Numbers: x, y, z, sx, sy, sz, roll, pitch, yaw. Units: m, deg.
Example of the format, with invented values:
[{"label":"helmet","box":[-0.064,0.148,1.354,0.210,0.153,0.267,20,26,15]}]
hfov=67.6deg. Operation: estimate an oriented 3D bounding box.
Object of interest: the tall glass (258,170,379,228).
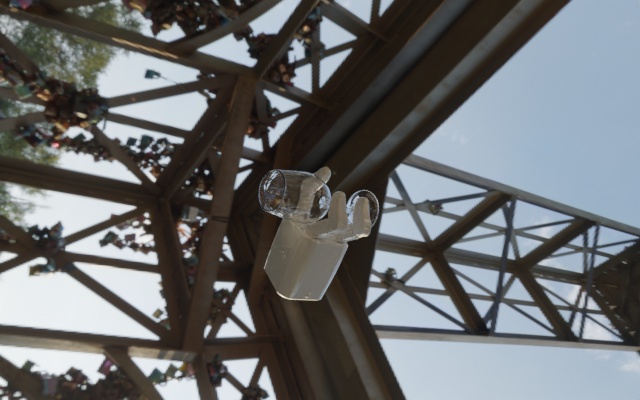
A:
[{"label":"tall glass","box":[0.001,0.002,0.746,0.201,0.079,0.079,14,-10,-44]}]
